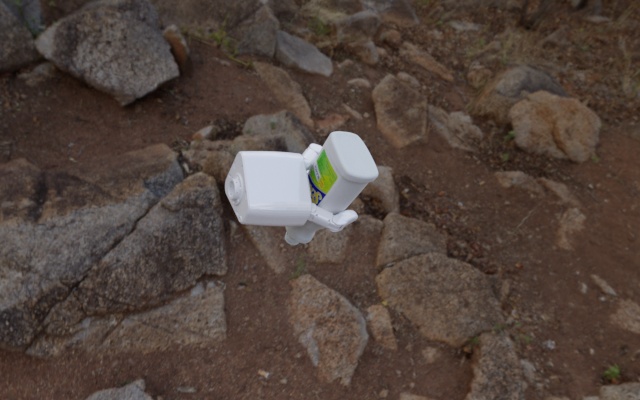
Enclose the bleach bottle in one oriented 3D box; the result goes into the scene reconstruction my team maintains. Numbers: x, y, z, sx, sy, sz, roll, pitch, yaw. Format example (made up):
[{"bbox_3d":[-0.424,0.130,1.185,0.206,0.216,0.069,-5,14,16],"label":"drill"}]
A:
[{"bbox_3d":[0.000,0.003,0.818,0.068,0.102,0.251,1,-39,-31],"label":"bleach bottle"}]
